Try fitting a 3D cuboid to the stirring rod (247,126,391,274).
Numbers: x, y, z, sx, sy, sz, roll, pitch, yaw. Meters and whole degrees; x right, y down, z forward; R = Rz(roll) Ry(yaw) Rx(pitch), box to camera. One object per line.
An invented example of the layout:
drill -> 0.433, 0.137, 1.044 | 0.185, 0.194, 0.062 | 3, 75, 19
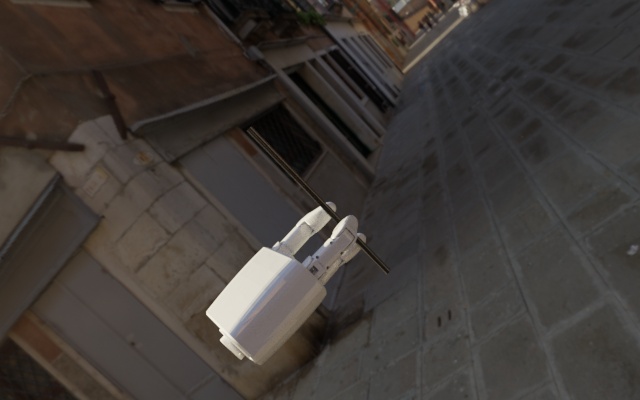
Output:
stirring rod -> 0.000, 0.002, 0.571 | 0.011, 0.239, 0.011 | -43, 7, 7
